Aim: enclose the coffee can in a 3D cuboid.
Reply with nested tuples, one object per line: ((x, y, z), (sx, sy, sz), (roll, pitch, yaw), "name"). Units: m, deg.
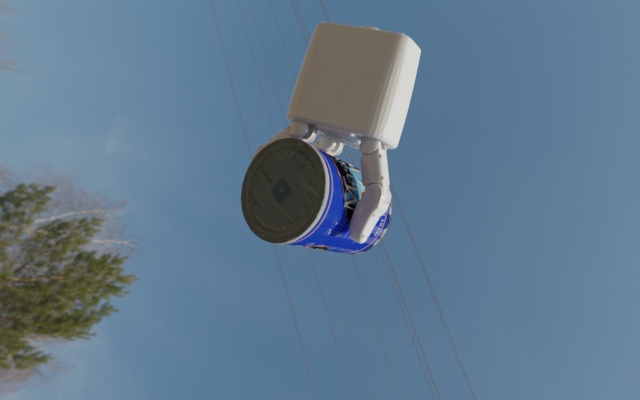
((0.000, 0.002, 0.511), (0.103, 0.103, 0.140), (0, -10, 34), "coffee can")
